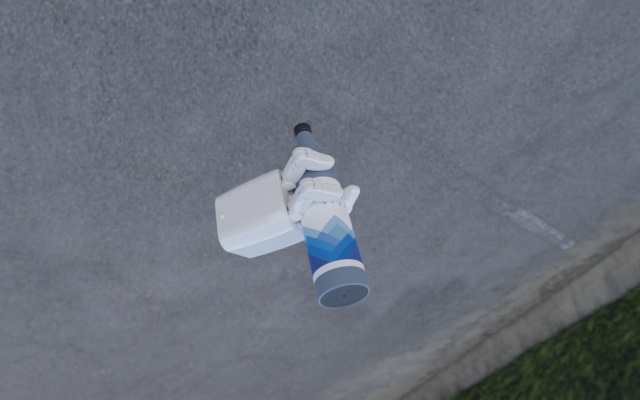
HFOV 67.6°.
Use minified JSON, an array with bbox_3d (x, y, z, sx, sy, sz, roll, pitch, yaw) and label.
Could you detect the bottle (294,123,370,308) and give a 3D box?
[{"bbox_3d":[0.000,0.002,0.674,0.069,0.295,0.069,-9,-35,-7],"label":"bottle"}]
